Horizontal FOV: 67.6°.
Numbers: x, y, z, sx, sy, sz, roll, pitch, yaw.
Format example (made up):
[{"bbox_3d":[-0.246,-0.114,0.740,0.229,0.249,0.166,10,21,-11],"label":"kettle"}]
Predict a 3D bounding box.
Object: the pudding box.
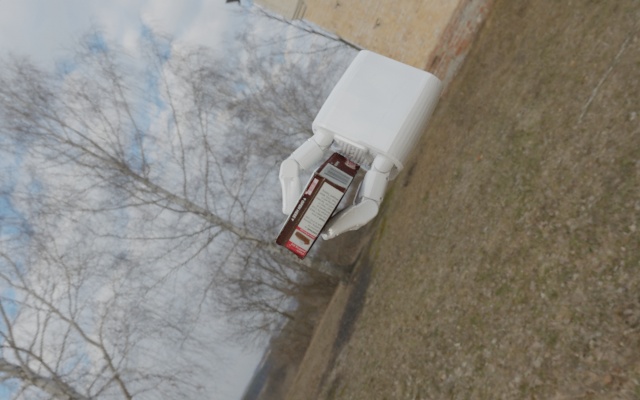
[{"bbox_3d":[0.000,0.002,0.514,0.039,0.090,0.113,32,19,3],"label":"pudding box"}]
